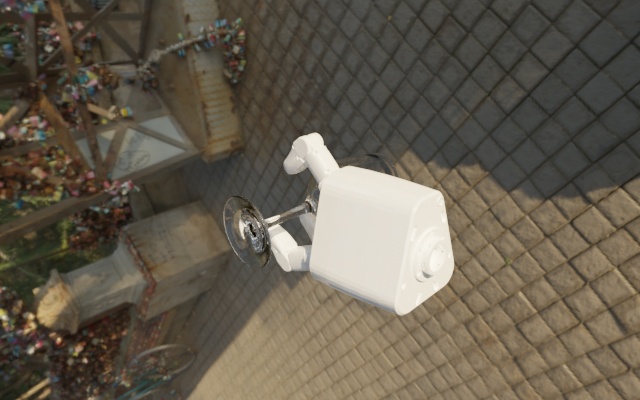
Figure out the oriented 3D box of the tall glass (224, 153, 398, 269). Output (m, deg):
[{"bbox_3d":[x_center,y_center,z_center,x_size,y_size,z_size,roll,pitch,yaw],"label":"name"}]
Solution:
[{"bbox_3d":[-0.001,0.002,0.519,0.201,0.079,0.079,-23,15,-39],"label":"tall glass"}]
